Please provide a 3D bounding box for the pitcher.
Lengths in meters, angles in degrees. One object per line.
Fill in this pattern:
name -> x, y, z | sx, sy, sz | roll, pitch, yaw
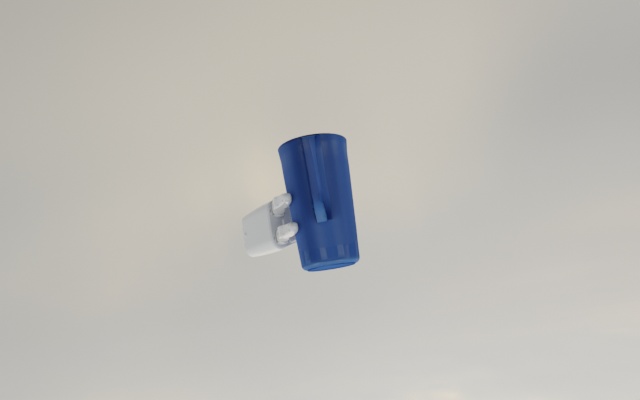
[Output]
pitcher -> 0.000, 0.003, 0.882 | 0.149, 0.242, 0.145 | 2, -17, -43
